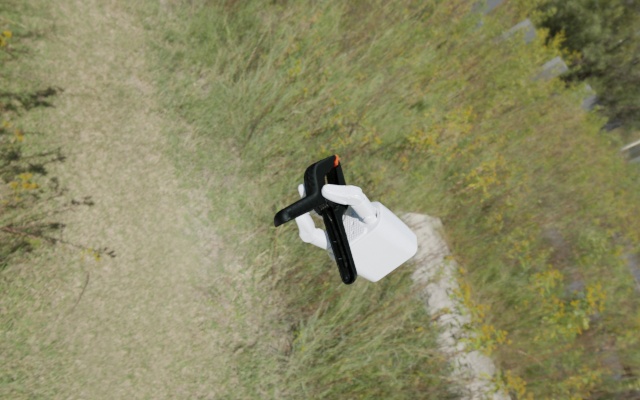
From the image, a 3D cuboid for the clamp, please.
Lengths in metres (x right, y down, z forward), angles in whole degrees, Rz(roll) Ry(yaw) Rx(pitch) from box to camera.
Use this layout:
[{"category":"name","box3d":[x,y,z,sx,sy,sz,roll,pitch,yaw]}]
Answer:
[{"category":"clamp","box3d":[0.001,0.002,0.714,0.036,0.209,0.165,-25,-47,31]}]
